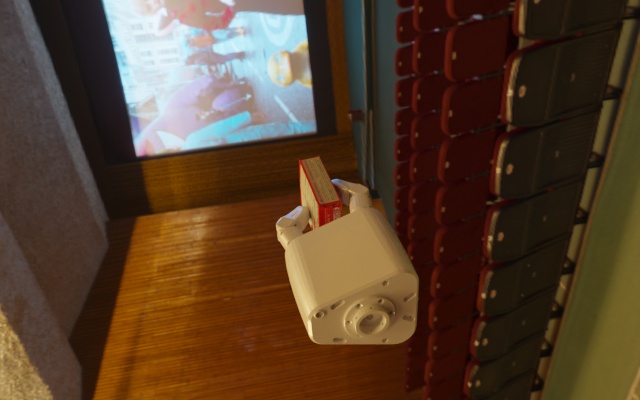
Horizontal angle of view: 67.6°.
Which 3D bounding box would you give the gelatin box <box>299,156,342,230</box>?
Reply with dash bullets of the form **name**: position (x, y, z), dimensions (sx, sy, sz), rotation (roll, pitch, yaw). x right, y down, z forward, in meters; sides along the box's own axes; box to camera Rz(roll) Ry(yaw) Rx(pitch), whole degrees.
- **gelatin box**: position (0.000, 0.002, 0.578), dimensions (0.030, 0.073, 0.089), rotation (-13, 45, -12)
